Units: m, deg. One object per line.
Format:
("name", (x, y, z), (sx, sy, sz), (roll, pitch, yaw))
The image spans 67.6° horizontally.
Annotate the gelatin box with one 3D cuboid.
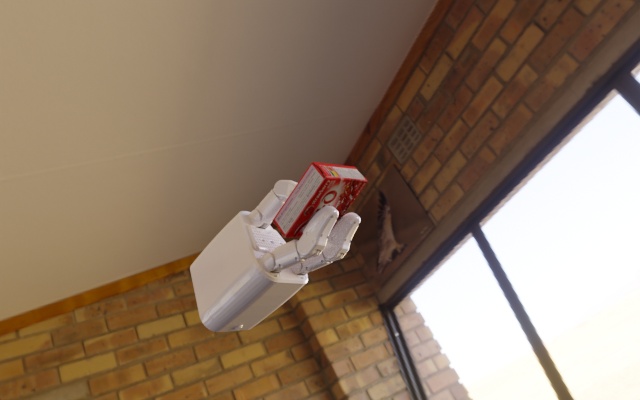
("gelatin box", (0.000, 0.001, 0.527), (0.073, 0.089, 0.030), (2, 41, -49))
